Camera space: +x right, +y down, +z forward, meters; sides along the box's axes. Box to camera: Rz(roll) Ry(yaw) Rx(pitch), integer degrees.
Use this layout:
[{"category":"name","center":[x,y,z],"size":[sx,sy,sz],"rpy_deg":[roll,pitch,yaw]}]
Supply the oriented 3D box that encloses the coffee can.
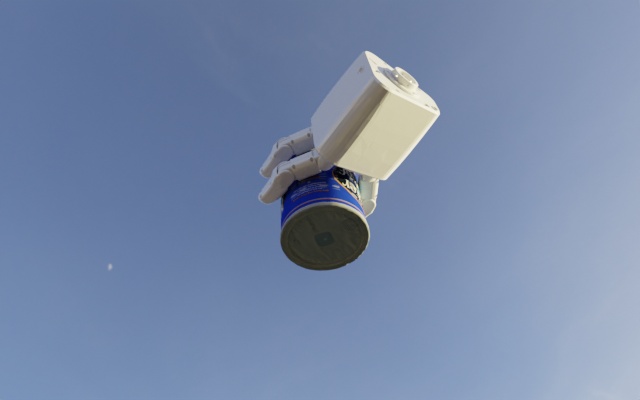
[{"category":"coffee can","center":[0.000,0.002,0.597],"size":[0.103,0.103,0.140],"rpy_deg":[0,38,-6]}]
